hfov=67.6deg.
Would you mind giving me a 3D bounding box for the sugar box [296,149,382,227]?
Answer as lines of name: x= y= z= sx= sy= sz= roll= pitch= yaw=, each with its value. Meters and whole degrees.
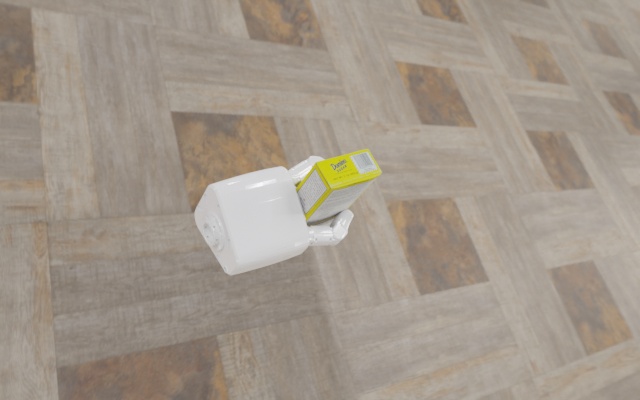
sugar box: x=0.000 y=0.002 z=0.658 sx=0.093 sy=0.048 sz=0.176 roll=-17 pitch=-18 yaw=-37
